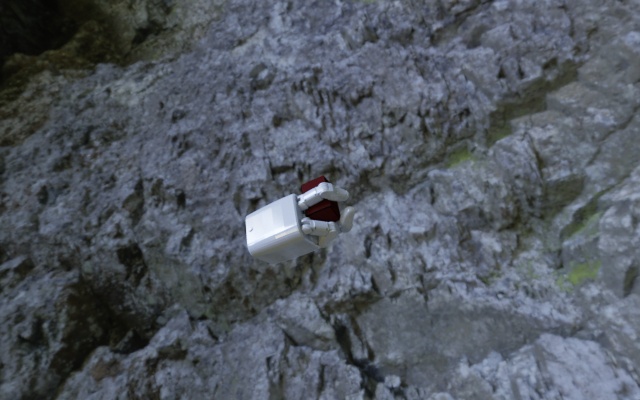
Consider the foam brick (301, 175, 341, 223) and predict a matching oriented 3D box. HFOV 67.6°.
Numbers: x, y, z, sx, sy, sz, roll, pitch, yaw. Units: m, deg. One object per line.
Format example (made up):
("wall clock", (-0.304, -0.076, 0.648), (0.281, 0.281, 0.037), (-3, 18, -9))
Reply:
("foam brick", (0.000, 0.003, 0.898), (0.051, 0.078, 0.053), (-23, -41, 14))
